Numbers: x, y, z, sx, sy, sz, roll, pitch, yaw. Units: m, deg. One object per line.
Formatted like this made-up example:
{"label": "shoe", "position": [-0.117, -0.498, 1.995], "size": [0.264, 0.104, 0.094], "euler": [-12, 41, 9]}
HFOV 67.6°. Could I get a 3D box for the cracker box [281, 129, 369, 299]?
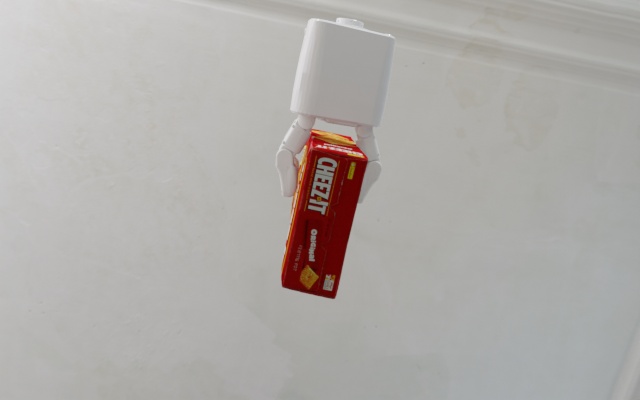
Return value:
{"label": "cracker box", "position": [0.000, 0.002, 0.612], "size": [0.072, 0.164, 0.213], "euler": [11, 13, -3]}
